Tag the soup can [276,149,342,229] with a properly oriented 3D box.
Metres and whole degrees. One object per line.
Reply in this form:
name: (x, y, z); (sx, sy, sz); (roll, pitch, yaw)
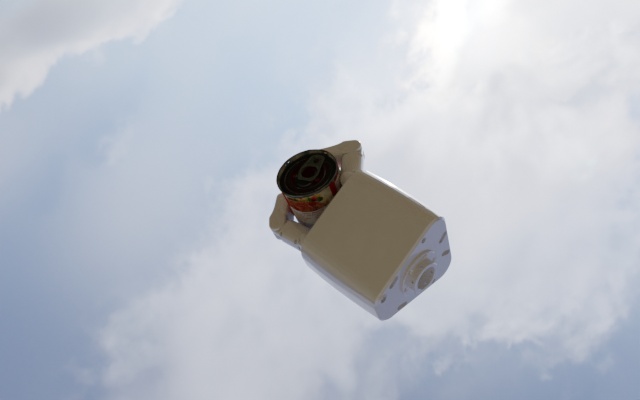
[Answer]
soup can: (0.000, 0.002, 0.537); (0.068, 0.068, 0.102); (0, -39, 22)
